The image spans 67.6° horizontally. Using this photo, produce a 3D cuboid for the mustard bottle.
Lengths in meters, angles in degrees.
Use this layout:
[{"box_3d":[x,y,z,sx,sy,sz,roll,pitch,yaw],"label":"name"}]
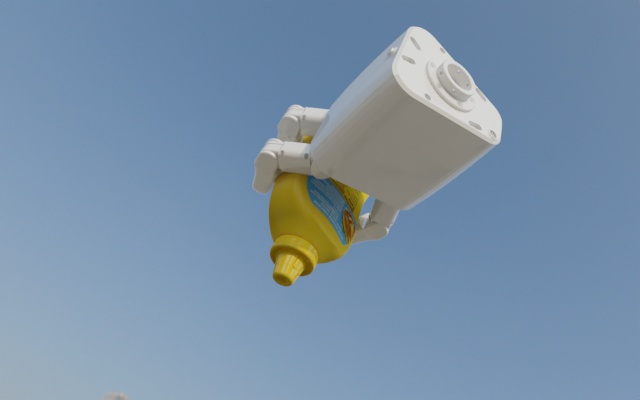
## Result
[{"box_3d":[0.000,0.001,0.453,0.058,0.096,0.191,-13,35,34],"label":"mustard bottle"}]
